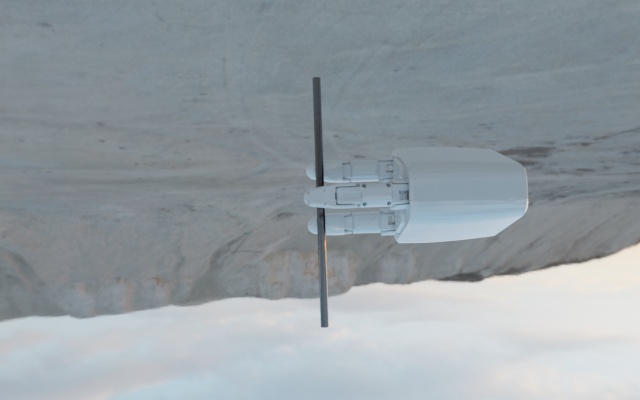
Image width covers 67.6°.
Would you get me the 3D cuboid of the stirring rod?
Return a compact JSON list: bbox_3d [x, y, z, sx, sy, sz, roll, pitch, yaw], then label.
[{"bbox_3d":[0.000,0.001,0.462,0.011,0.239,0.011,-2,-1,0],"label":"stirring rod"}]
